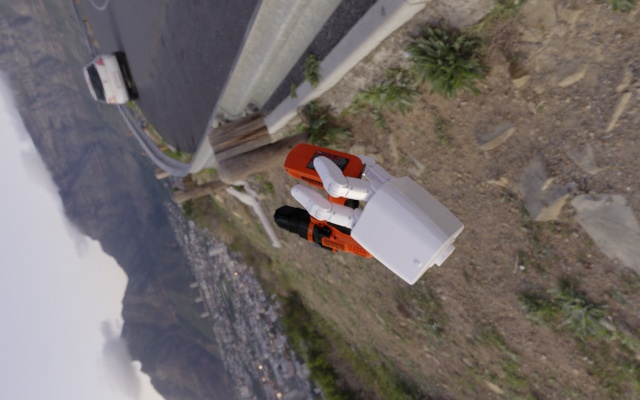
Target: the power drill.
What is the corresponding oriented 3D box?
[{"bbox_3d":[0.000,0.002,0.711,0.184,0.057,0.188,14,-35,20],"label":"power drill"}]
